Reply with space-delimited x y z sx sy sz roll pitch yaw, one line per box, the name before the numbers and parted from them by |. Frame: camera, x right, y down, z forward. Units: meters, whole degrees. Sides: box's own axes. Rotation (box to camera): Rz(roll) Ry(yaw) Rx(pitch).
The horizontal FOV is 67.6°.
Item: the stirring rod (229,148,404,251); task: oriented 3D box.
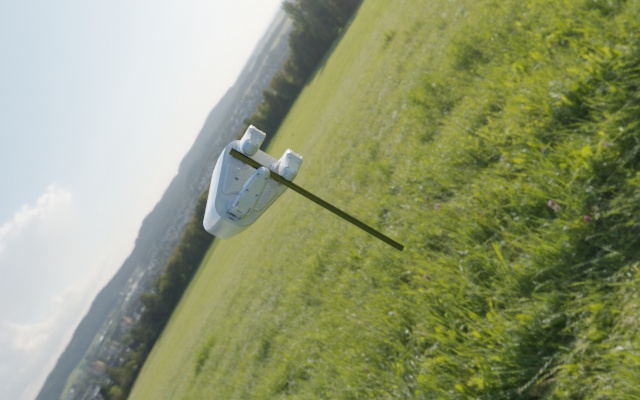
stirring rod | 0.000 0.002 0.567 0.239 0.011 0.011 30 -8 -13
